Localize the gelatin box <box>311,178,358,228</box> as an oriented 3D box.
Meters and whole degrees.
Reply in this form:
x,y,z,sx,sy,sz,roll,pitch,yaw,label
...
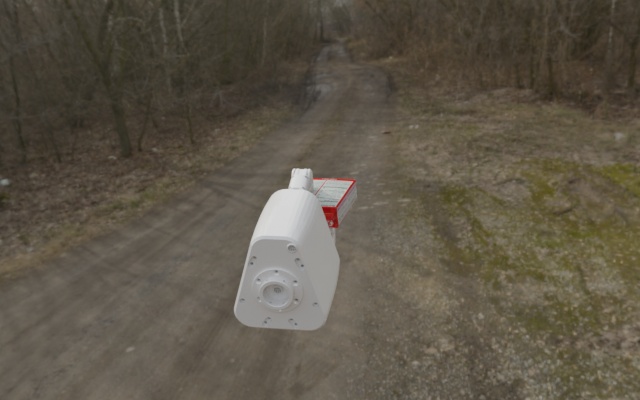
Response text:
x,y,z,sx,sy,sz,roll,pitch,yaw,label
0.000,0.001,0.608,0.073,0.030,0.089,2,27,20,gelatin box
